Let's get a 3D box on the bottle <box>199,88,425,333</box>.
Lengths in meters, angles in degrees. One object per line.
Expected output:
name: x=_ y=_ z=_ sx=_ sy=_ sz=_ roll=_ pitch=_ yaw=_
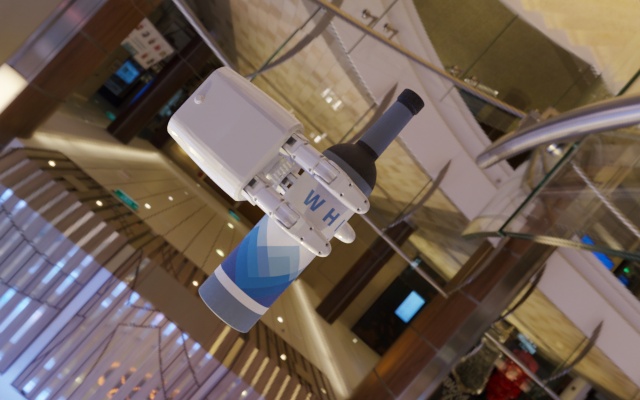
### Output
bottle: x=0.000 y=0.002 z=0.490 sx=0.069 sy=0.295 sz=0.069 roll=42 pitch=-3 yaw=3
